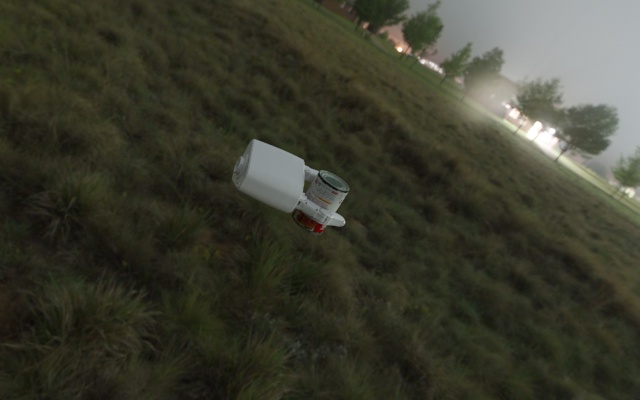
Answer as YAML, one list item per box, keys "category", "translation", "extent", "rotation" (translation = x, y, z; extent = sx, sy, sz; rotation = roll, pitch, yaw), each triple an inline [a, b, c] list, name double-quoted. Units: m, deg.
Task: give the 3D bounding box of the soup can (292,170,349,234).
- category: "soup can"
  translation: [0.001, 0.003, 0.892]
  extent: [0.068, 0.102, 0.068]
  rotation: [28, 22, -12]
